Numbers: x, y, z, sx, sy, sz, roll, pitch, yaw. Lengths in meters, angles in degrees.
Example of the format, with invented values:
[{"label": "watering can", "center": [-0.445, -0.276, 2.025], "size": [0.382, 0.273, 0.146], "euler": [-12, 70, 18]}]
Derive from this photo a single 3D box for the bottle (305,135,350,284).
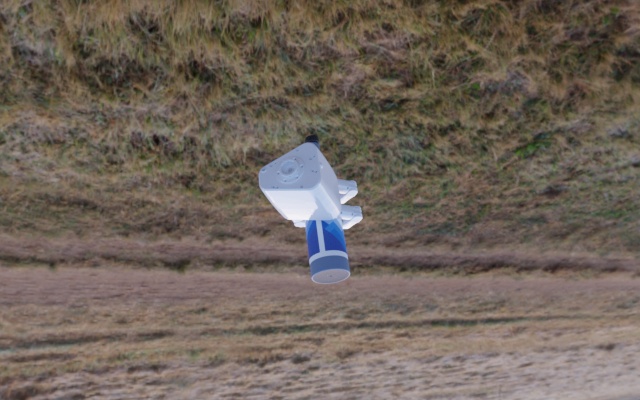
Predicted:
[{"label": "bottle", "center": [0.000, 0.003, 0.882], "size": [0.069, 0.295, 0.069], "euler": [-6, -30, -3]}]
